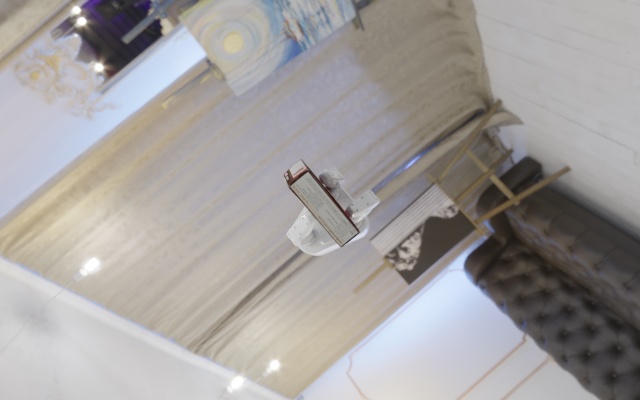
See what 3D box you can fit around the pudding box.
[{"bbox_3d":[0.000,0.002,0.649,0.039,0.113,0.090,-42,15,2],"label":"pudding box"}]
